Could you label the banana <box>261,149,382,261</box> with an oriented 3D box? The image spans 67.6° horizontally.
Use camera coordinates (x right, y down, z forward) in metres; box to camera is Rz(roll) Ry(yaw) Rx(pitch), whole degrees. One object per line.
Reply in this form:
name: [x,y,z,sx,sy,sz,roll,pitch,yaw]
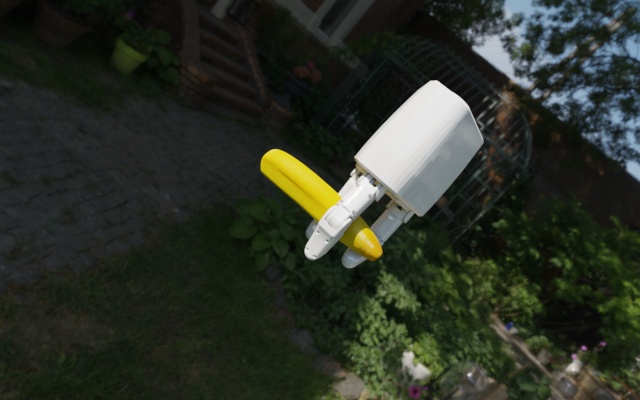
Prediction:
banana: [-0.011,-0.008,0.509,0.197,0.037,0.070,39,-2,39]
